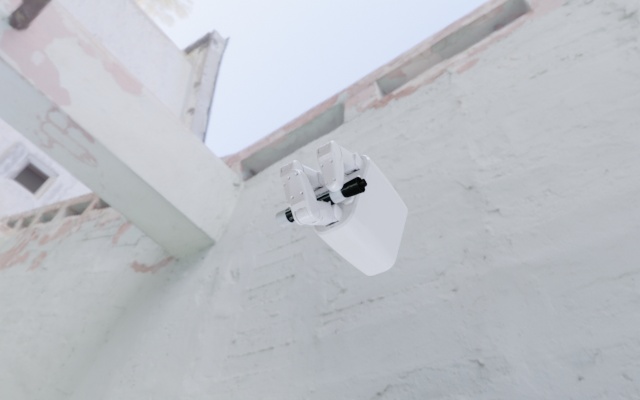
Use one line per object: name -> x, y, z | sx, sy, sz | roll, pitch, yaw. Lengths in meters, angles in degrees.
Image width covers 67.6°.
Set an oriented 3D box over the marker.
marker -> 0.000, 0.002, 0.545 | 0.121, 0.020, 0.020 | -24, -12, 28
